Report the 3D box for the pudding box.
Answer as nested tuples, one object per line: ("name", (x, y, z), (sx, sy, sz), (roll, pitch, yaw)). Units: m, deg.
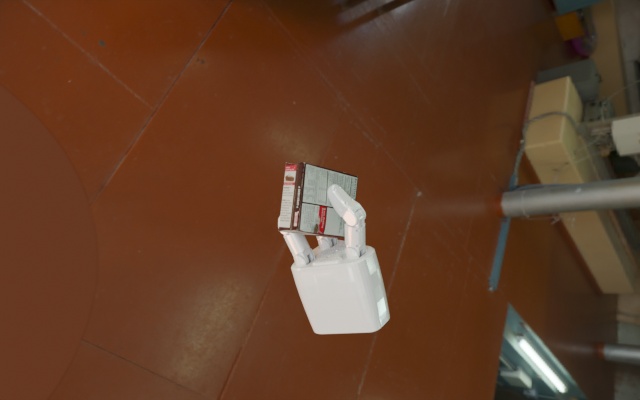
("pudding box", (0.000, 0.002, 0.633), (0.039, 0.090, 0.113), (0, -8, 41))
